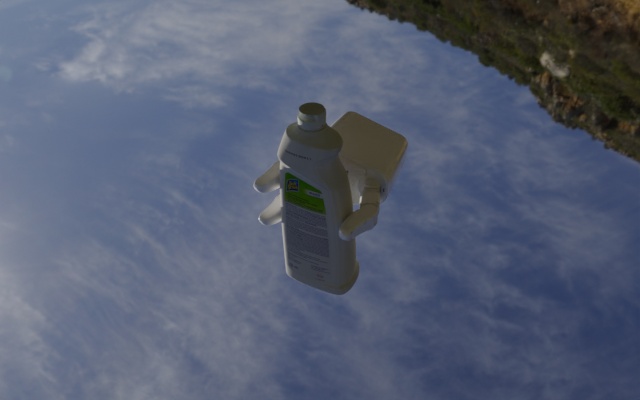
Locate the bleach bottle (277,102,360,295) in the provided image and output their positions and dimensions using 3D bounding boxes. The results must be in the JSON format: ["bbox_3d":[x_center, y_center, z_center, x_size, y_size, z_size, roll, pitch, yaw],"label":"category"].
[{"bbox_3d":[0.000,0.002,0.583,0.102,0.251,0.068,16,42,19],"label":"bleach bottle"}]
